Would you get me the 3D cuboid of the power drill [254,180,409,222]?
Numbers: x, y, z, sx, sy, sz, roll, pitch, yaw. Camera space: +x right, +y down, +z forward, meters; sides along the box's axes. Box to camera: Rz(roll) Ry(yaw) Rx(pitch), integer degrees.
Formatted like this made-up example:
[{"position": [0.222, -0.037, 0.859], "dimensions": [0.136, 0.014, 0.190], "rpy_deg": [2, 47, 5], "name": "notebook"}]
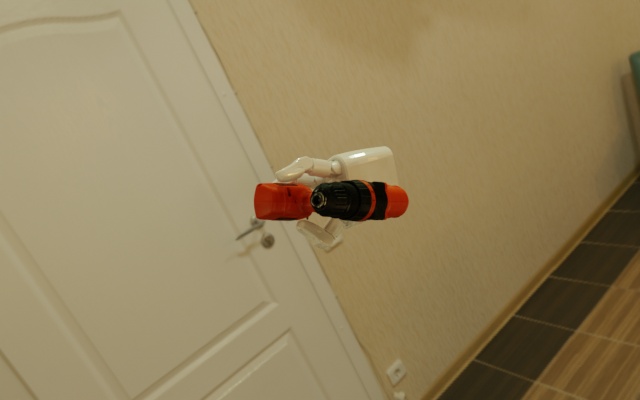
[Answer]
[{"position": [0.000, 0.002, 0.643], "dimensions": [0.187, 0.057, 0.184], "rpy_deg": [1, -2, 39], "name": "power drill"}]
